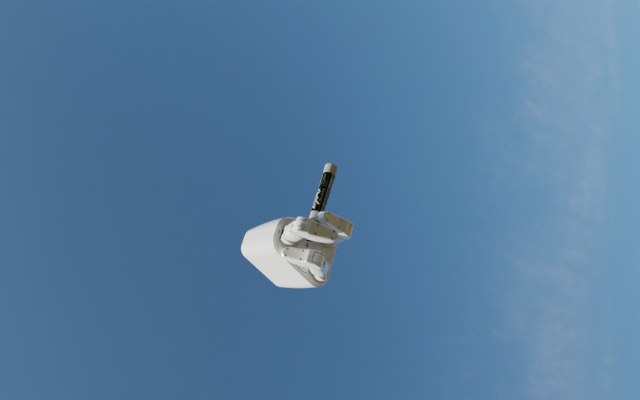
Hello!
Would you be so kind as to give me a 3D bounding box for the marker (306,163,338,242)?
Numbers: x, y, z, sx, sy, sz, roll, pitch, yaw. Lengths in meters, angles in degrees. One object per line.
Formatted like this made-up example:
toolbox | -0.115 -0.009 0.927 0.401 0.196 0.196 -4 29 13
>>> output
marker | 0.000 0.002 0.676 0.020 0.121 0.020 14 -25 7
